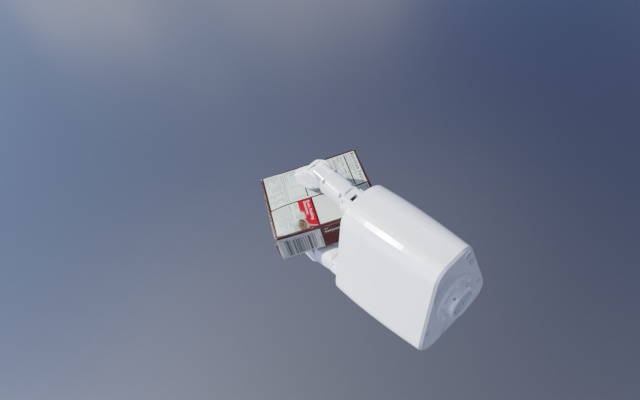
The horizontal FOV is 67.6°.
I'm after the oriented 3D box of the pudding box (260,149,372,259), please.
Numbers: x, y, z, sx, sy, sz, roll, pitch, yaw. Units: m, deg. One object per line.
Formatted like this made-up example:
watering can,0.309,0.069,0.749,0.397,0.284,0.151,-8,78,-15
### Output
pudding box,0.000,0.002,0.506,0.113,0.090,0.039,-17,-41,-2
